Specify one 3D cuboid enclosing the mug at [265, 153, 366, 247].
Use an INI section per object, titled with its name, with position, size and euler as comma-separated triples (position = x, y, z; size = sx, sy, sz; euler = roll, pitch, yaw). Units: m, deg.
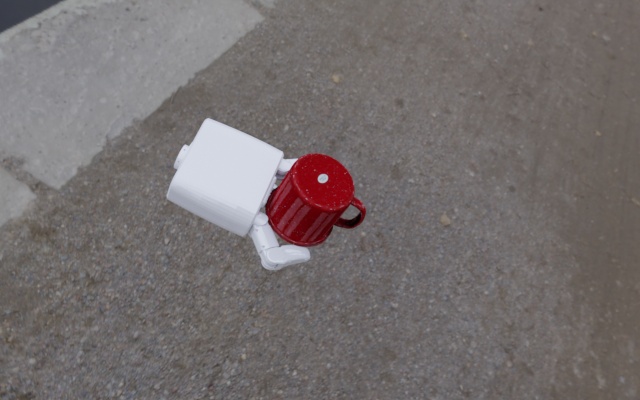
[mug]
position = 0.001, 0.002, 0.578
size = 0.117, 0.093, 0.081
euler = 24, -38, -11
